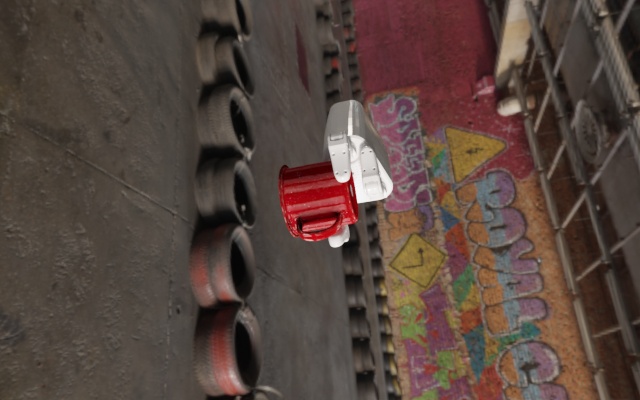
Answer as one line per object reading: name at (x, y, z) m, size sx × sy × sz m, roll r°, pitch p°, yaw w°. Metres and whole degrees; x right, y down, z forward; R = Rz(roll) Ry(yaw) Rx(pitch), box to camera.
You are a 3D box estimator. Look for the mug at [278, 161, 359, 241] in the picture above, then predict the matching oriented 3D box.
mug at (0.000, 0.003, 0.587) m, size 0.081 × 0.093 × 0.117 m, roll -10°, pitch 40°, yaw 11°
